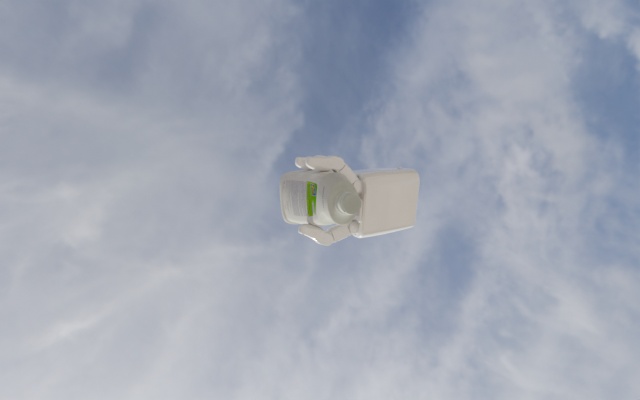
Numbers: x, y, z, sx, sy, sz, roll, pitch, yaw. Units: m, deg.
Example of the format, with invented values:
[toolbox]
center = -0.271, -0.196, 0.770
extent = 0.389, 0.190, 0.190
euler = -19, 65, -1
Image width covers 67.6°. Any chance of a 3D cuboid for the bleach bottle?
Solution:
[bleach bottle]
center = 0.000, 0.002, 0.773
extent = 0.068, 0.102, 0.251
euler = -9, 8, -20
